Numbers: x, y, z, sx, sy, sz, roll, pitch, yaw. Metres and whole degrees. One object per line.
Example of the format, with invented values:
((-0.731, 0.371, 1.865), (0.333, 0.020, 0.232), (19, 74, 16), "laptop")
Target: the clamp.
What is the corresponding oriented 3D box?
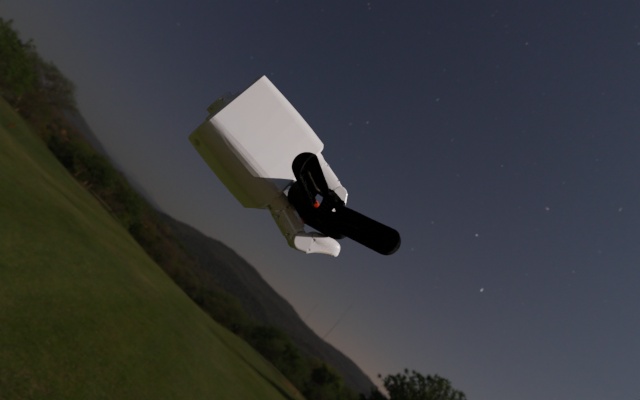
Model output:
((0.001, 0.001, 0.476), (0.039, 0.120, 0.171), (-44, 16, -17), "clamp")
